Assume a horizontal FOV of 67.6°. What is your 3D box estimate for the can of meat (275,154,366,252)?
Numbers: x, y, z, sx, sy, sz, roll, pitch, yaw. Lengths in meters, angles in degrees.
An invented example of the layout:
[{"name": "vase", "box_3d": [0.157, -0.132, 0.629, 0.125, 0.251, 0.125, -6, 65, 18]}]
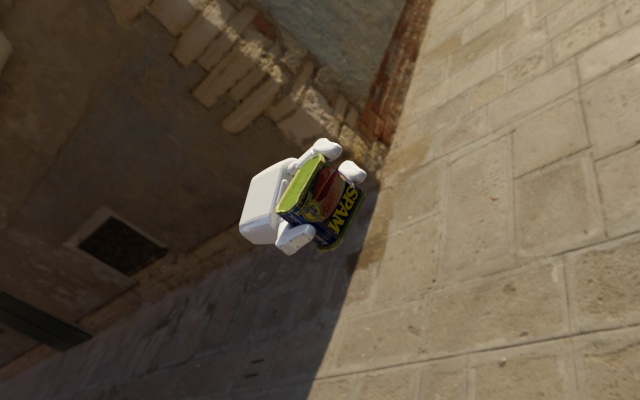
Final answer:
[{"name": "can of meat", "box_3d": [0.000, 0.002, 0.631, 0.084, 0.102, 0.057, 40, -28, -22]}]
